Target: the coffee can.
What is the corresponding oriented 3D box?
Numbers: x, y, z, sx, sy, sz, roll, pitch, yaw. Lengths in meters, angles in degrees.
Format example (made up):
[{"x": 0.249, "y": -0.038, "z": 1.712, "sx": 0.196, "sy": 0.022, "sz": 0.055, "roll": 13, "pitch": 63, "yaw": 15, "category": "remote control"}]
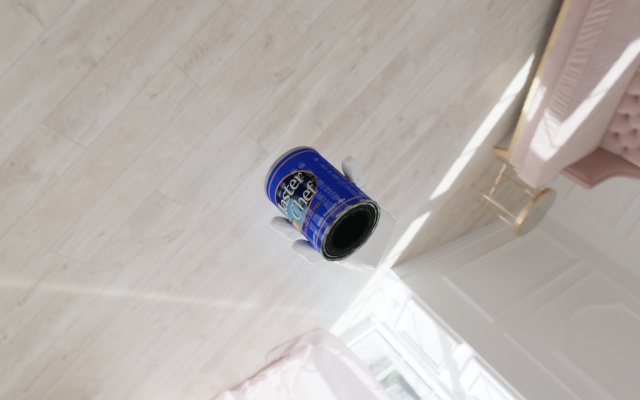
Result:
[{"x": 0.000, "y": 0.002, "z": 0.672, "sx": 0.103, "sy": 0.103, "sz": 0.140, "roll": 0, "pitch": 35, "yaw": -46, "category": "coffee can"}]
